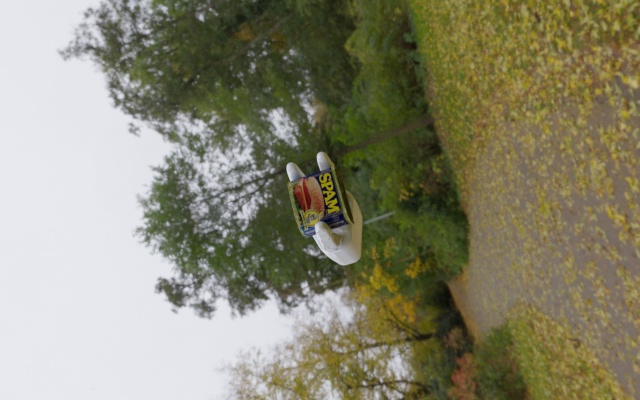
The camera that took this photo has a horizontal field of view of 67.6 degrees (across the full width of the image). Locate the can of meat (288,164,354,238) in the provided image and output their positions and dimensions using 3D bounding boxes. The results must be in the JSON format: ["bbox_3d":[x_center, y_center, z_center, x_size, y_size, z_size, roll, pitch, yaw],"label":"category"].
[{"bbox_3d":[0.000,0.003,0.784,0.084,0.102,0.057,-18,-21,10],"label":"can of meat"}]
